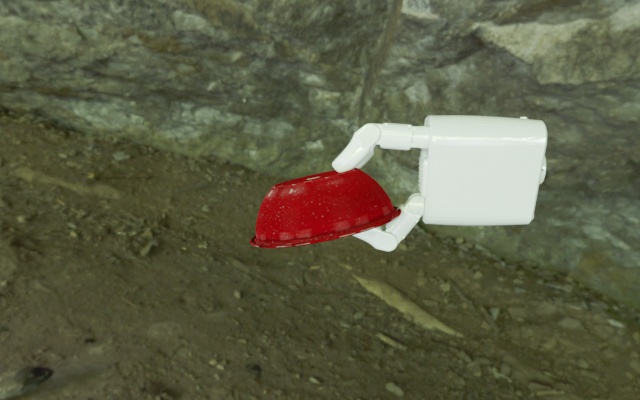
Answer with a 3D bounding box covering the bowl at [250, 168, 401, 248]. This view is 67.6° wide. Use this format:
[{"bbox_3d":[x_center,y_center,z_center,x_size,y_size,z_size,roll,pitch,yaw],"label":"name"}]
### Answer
[{"bbox_3d":[-0.001,0.001,0.499,0.162,0.055,0.162,-12,6,1],"label":"bowl"}]
